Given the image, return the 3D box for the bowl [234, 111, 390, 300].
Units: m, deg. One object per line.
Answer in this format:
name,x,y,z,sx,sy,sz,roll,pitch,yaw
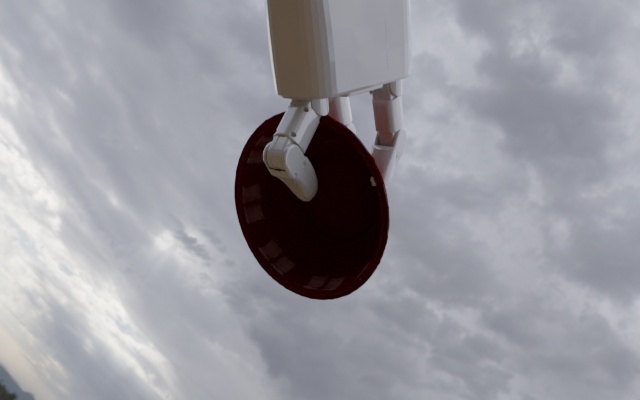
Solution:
bowl,0.000,0.002,0.418,0.162,0.162,0.055,0,11,37
